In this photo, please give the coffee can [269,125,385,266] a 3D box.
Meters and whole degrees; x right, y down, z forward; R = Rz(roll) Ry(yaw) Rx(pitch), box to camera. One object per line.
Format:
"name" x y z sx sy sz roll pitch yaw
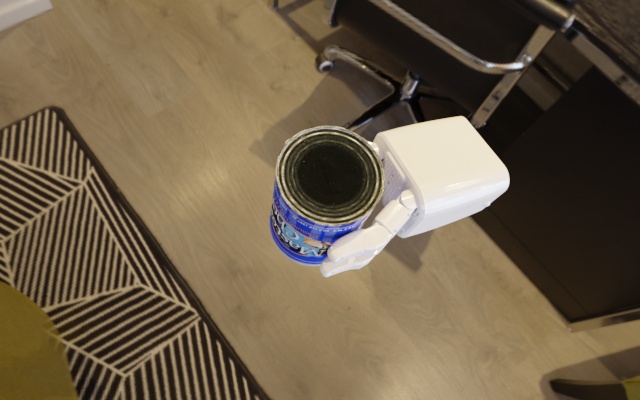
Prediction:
"coffee can" 0.000 0.002 0.501 0.103 0.102 0.140 0 -22 -9
